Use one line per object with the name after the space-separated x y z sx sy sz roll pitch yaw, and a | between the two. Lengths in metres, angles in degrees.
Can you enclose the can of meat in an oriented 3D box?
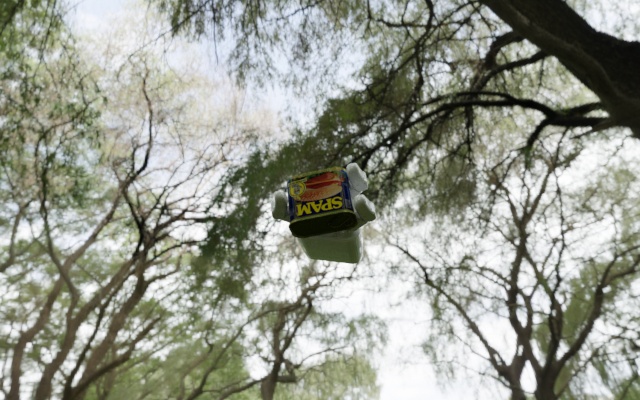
0.000 0.002 0.731 0.102 0.084 0.057 -11 -32 7 | can of meat
